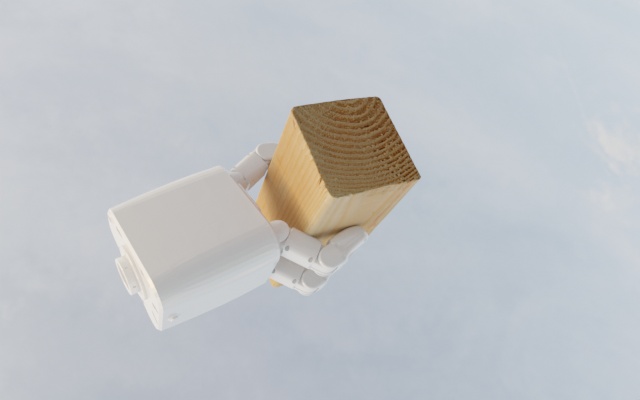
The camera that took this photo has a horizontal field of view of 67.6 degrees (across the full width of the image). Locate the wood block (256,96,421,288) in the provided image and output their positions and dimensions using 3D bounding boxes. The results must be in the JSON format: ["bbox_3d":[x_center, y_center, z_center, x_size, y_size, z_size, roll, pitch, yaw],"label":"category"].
[{"bbox_3d":[0.000,0.001,0.475,0.090,0.090,0.206,-13,-23,-26],"label":"wood block"}]
